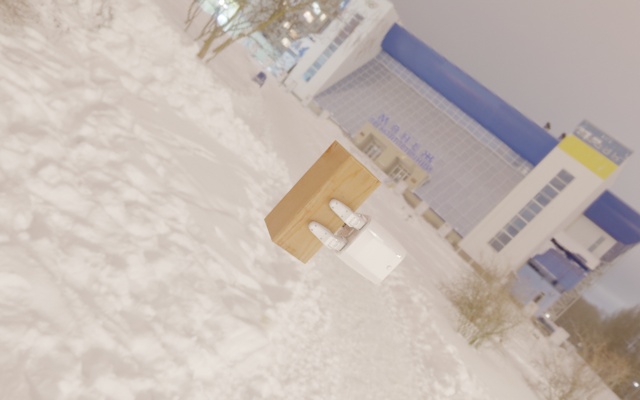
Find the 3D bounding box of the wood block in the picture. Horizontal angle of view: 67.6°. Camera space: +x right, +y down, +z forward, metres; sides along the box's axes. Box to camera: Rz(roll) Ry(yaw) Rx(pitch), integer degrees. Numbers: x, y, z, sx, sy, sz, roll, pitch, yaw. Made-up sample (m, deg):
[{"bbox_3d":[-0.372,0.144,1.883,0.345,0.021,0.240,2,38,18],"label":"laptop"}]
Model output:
[{"bbox_3d":[0.000,0.003,0.888,0.090,0.206,0.090,38,9,-28],"label":"wood block"}]
